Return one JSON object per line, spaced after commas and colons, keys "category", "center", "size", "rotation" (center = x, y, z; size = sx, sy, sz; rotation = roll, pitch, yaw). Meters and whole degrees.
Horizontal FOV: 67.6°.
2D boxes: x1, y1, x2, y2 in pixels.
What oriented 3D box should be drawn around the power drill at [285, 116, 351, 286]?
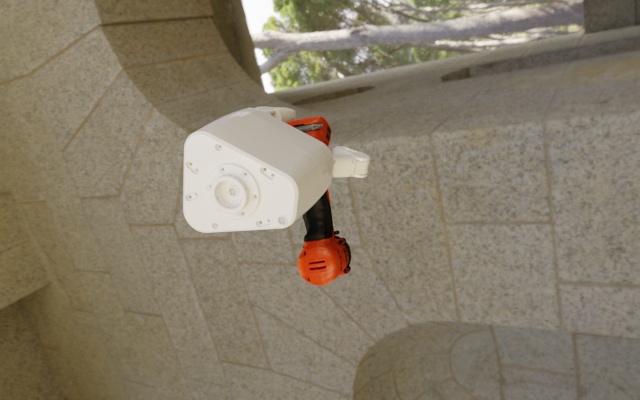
{"category": "power drill", "center": [0.000, 0.001, 0.578], "size": [0.057, 0.187, 0.184], "rotation": [-11, -2, 6]}
